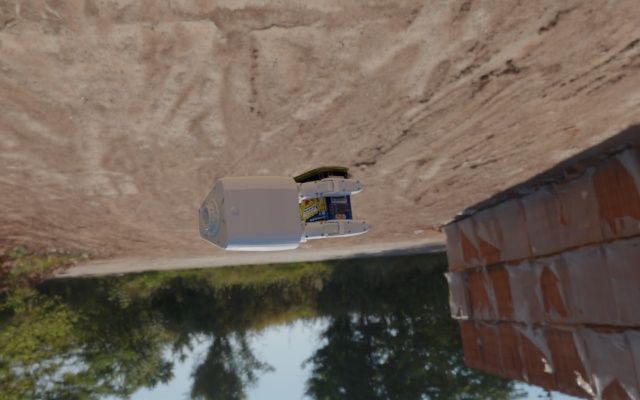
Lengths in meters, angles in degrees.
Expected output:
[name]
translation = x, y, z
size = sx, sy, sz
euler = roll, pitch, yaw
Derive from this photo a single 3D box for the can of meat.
[can of meat]
translation = 0.000, 0.003, 0.702
size = 0.057, 0.084, 0.102
euler = 1, -12, -38
